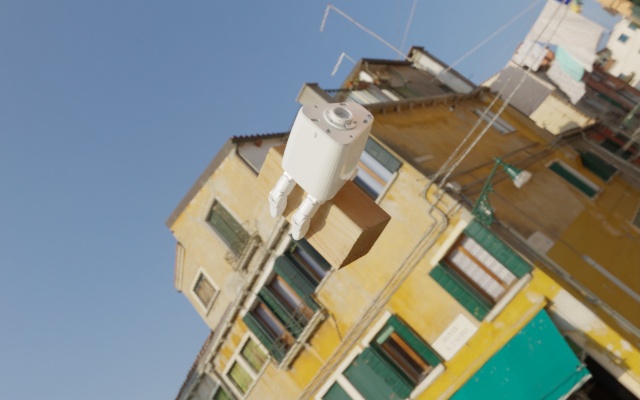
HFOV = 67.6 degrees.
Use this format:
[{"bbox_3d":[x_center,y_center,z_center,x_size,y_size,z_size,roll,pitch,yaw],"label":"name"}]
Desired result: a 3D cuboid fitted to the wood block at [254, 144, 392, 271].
[{"bbox_3d":[0.000,0.002,0.781,0.206,0.090,0.091,44,36,22],"label":"wood block"}]
